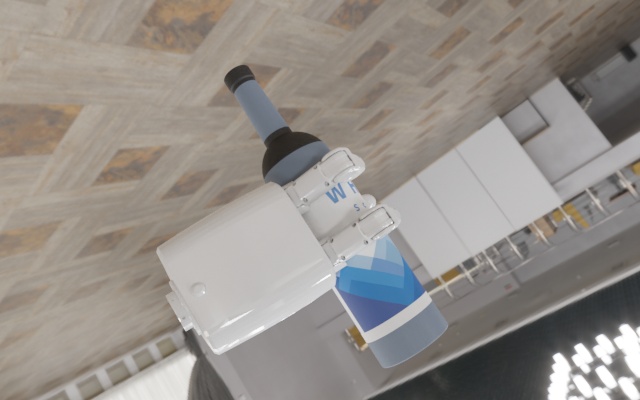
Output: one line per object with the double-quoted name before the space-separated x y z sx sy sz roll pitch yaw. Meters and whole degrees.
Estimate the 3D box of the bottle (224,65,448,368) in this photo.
"bottle" 0.000 0.002 0.427 0.069 0.295 0.069 -32 -10 -6
